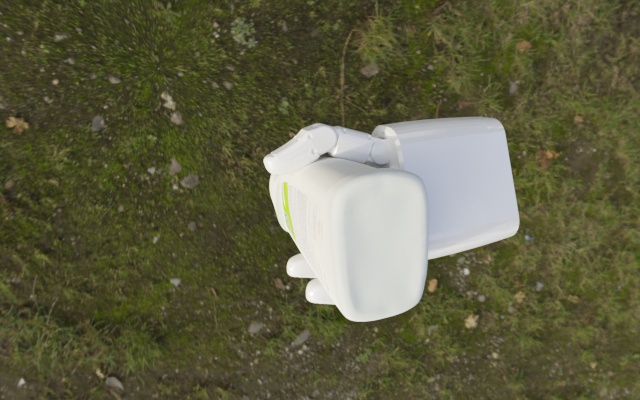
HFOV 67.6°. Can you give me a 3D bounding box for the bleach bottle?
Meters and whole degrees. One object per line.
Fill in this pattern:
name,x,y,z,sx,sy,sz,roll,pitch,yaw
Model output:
bleach bottle,0.000,0.001,0.409,0.068,0.102,0.250,-9,17,-17
